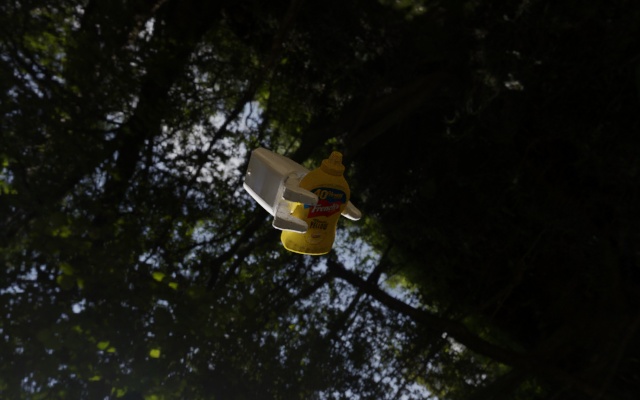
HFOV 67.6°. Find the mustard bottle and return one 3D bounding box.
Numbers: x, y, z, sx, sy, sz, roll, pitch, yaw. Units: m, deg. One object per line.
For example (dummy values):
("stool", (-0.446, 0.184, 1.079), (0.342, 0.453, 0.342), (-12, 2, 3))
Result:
("mustard bottle", (0.000, 0.003, 0.848), (0.096, 0.192, 0.058), (9, 25, -23))
